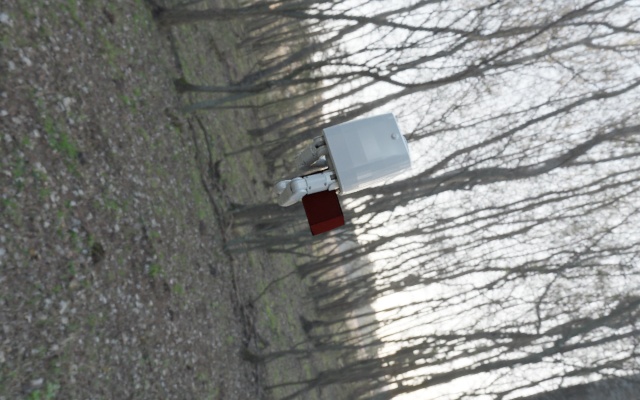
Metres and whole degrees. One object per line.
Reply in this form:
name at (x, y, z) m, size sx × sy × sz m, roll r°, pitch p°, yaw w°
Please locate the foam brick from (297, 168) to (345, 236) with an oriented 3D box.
foam brick at (0.000, 0.003, 0.693) m, size 0.051 × 0.078 × 0.053 m, roll -16°, pitch -19°, yaw -2°
